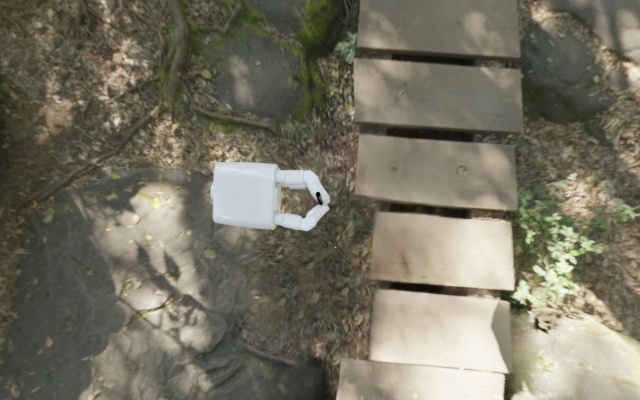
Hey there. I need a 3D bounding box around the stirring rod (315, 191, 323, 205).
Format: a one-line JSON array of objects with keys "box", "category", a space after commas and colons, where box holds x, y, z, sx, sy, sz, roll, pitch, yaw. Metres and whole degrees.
[{"box": [0.000, 0.003, 0.807, 0.011, 0.011, 0.239, 0, -6, 2], "category": "stirring rod"}]
